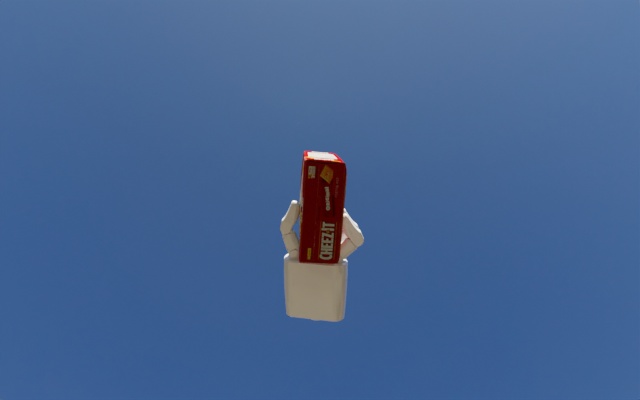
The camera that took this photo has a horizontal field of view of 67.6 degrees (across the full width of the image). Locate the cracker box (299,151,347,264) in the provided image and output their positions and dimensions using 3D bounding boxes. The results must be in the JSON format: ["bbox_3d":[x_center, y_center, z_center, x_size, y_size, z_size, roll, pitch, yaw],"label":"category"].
[{"bbox_3d":[0.000,0.003,0.835,0.072,0.164,0.213,3,9,-3],"label":"cracker box"}]
